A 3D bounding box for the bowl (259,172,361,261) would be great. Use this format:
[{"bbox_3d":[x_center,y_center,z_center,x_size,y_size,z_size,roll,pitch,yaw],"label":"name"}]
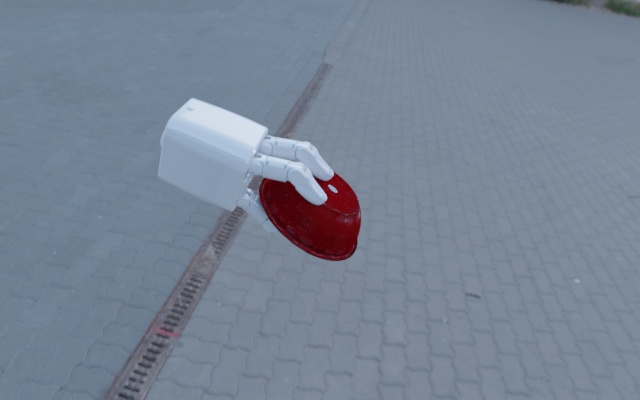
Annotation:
[{"bbox_3d":[0.001,0.002,0.645,0.162,0.162,0.055,0,-42,-50],"label":"bowl"}]
